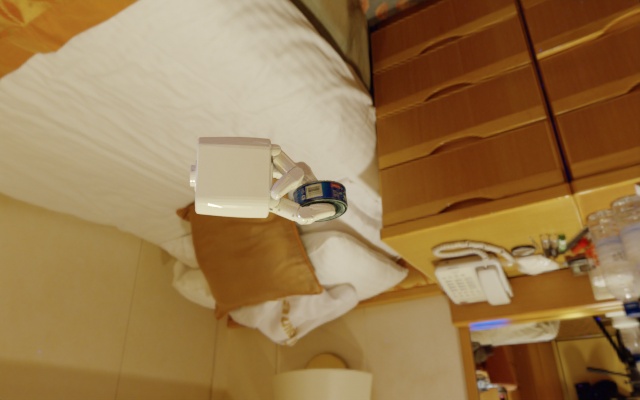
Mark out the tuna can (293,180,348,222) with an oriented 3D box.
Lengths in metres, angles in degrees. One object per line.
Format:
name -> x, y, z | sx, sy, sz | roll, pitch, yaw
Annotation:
tuna can -> 0.000, 0.003, 0.756 | 0.086, 0.033, 0.086 | -6, -26, -3
